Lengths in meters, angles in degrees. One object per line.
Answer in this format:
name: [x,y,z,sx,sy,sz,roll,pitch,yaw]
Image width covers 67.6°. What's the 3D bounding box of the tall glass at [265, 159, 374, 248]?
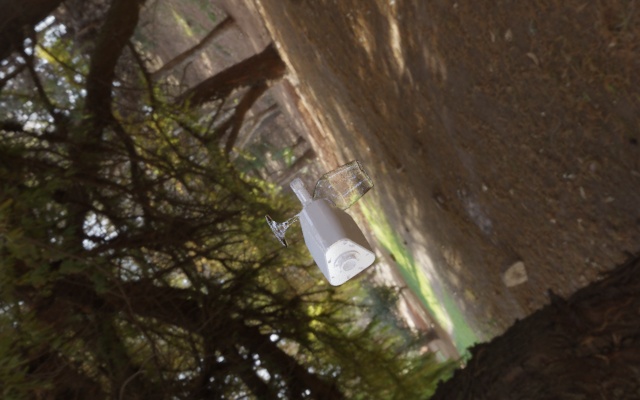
tall glass: [-0.001,0.003,0.894,0.201,0.079,0.079,-34,-1,1]
